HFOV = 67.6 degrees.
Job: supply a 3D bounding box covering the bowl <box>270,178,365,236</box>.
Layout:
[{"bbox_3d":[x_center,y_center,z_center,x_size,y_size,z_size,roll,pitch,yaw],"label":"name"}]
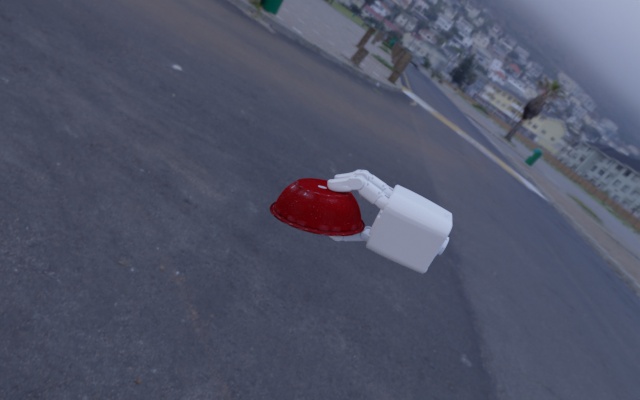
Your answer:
[{"bbox_3d":[-0.001,0.002,0.787,0.162,0.055,0.162,10,17,-3],"label":"bowl"}]
